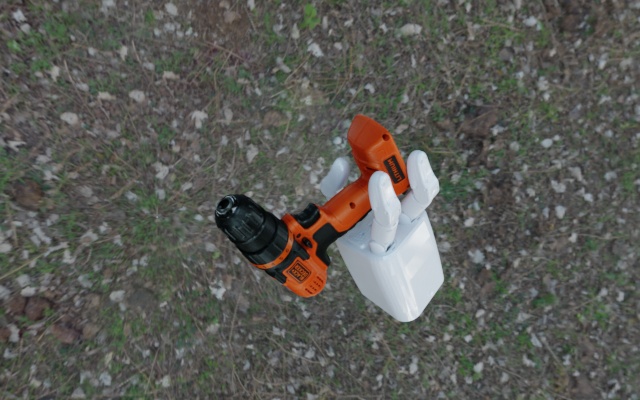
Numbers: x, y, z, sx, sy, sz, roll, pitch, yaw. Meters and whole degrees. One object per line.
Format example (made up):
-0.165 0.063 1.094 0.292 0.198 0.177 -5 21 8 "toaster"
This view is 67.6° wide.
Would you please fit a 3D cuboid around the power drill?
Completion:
0.001 0.001 0.494 0.057 0.187 0.184 43 -5 38 "power drill"
